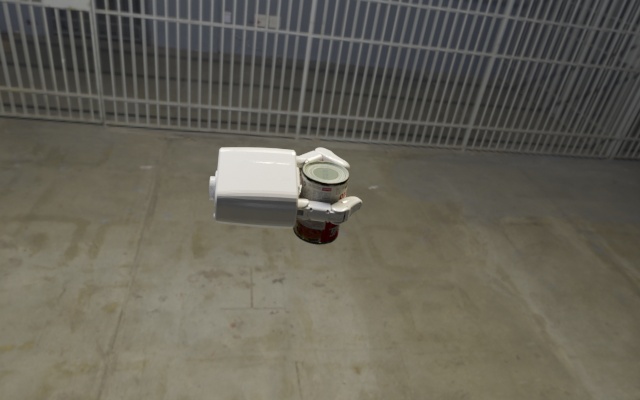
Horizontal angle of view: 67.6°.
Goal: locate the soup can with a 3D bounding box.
[{"bbox_3d":[0.001,0.002,0.682,0.068,0.102,0.068,7,32,-4],"label":"soup can"}]
